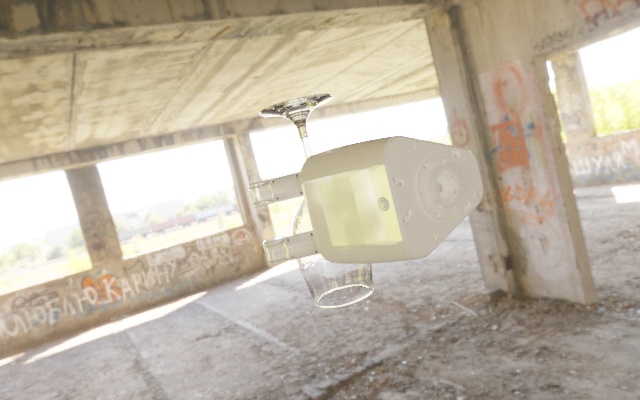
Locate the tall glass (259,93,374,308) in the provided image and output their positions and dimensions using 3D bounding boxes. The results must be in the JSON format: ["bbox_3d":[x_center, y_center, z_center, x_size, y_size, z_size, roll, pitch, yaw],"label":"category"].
[{"bbox_3d":[0.000,0.001,0.477,0.079,0.201,0.079,-14,3,1],"label":"tall glass"}]
